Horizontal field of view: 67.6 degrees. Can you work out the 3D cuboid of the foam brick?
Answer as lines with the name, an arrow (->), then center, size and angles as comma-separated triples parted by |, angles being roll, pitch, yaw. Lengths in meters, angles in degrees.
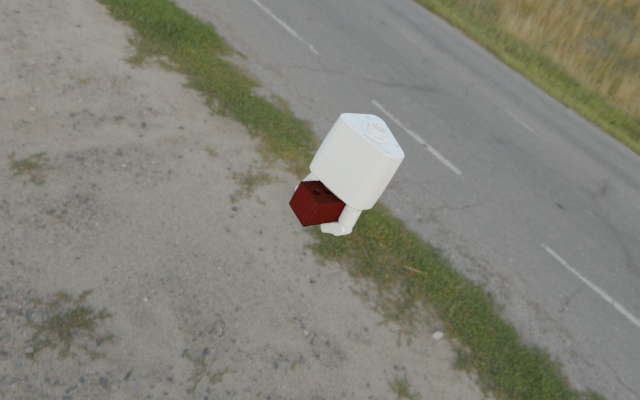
foam brick -> 0.000, 0.003, 0.755 | 0.078, 0.053, 0.051 | -6, -41, -42
